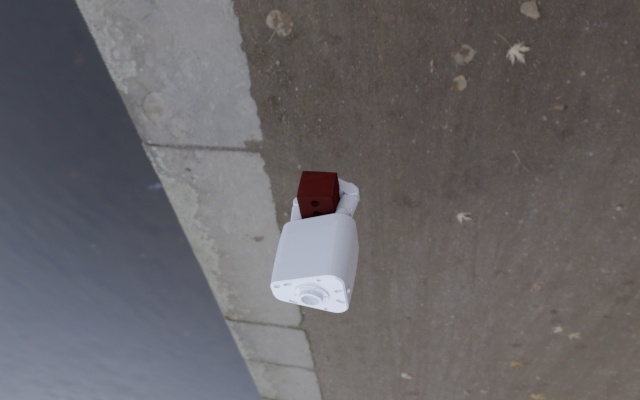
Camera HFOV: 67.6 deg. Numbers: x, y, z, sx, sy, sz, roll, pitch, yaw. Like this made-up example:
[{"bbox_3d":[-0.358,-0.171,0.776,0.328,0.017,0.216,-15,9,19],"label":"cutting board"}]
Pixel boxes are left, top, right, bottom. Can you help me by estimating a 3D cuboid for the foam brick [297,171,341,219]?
[{"bbox_3d":[0.000,0.002,0.700,0.053,0.051,0.078,1,-43,12],"label":"foam brick"}]
